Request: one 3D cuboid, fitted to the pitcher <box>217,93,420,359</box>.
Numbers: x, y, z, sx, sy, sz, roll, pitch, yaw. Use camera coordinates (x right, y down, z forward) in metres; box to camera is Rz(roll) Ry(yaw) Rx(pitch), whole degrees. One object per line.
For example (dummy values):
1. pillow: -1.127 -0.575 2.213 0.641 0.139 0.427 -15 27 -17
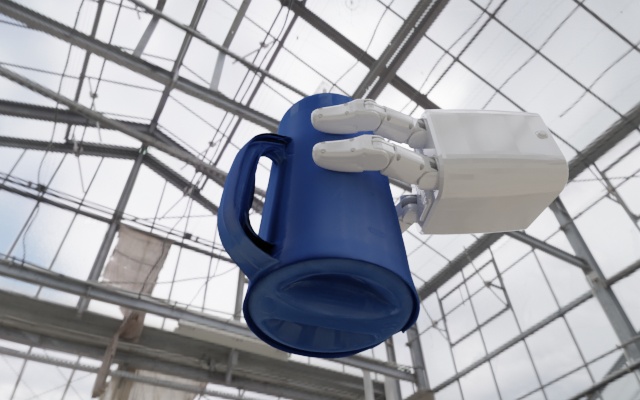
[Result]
1. pitcher: 0.000 0.001 0.434 0.145 0.149 0.242 -2 44 1
